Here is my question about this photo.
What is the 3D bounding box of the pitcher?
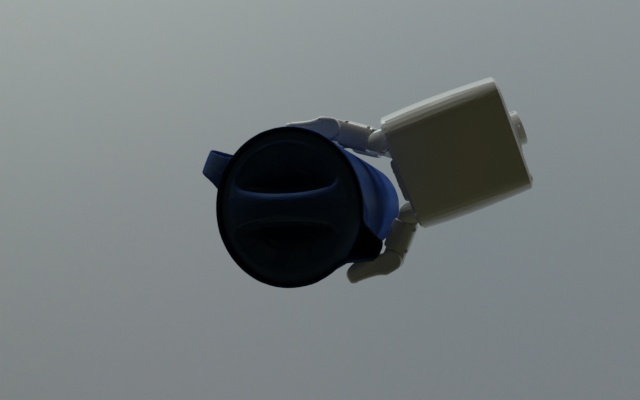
[{"bbox_3d":[0.000,0.002,0.502,0.145,0.149,0.243,-22,-8,18],"label":"pitcher"}]
